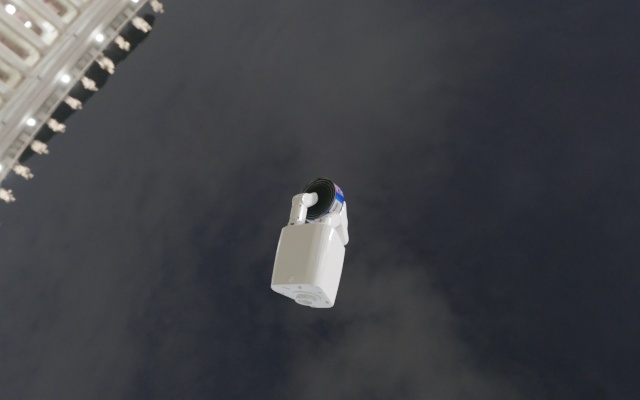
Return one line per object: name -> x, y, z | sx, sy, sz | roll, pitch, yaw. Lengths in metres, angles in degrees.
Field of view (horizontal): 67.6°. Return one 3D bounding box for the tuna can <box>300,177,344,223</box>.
tuna can -> 0.000, 0.003, 0.875 | 0.086, 0.086, 0.034 | 0, -26, 39
